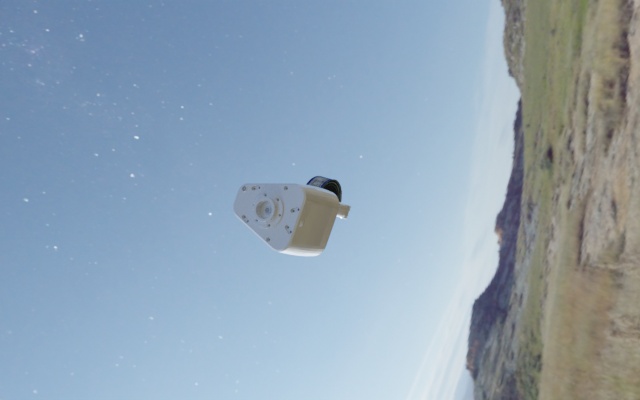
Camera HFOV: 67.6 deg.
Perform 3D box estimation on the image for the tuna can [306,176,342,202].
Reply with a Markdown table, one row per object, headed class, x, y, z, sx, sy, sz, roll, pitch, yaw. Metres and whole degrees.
| class | x | y | z | sx | sy | sz | roll | pitch | yaw |
| --- | --- | --- | --- | --- | --- | --- | --- | --- | --- |
| tuna can | 0.000 | 0.002 | 0.800 | 0.033 | 0.086 | 0.086 | 17 | 8 | 29 |
